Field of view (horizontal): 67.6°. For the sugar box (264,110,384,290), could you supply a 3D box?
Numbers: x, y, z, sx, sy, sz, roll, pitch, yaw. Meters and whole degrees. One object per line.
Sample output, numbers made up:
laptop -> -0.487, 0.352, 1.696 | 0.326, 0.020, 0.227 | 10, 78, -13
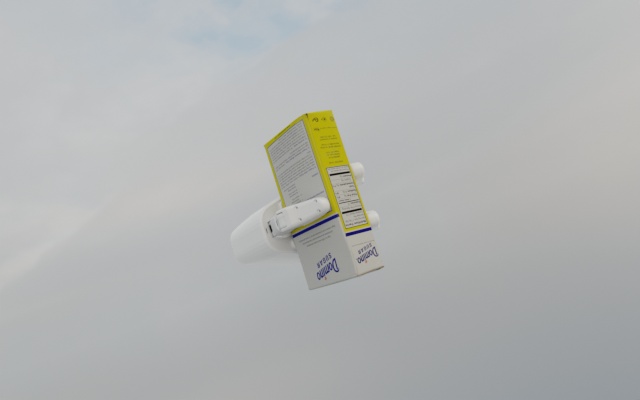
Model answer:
sugar box -> 0.000, 0.002, 0.519 | 0.048, 0.176, 0.093 | -15, -8, -37
